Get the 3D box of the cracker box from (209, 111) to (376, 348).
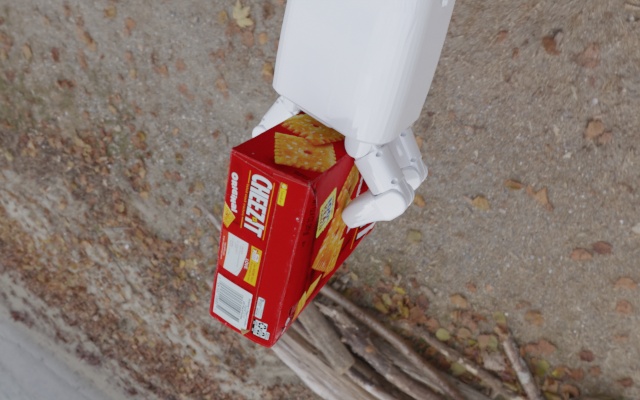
[{"bbox_3d":[0.000,0.001,0.427,0.072,0.164,0.213,26,35,17],"label":"cracker box"}]
